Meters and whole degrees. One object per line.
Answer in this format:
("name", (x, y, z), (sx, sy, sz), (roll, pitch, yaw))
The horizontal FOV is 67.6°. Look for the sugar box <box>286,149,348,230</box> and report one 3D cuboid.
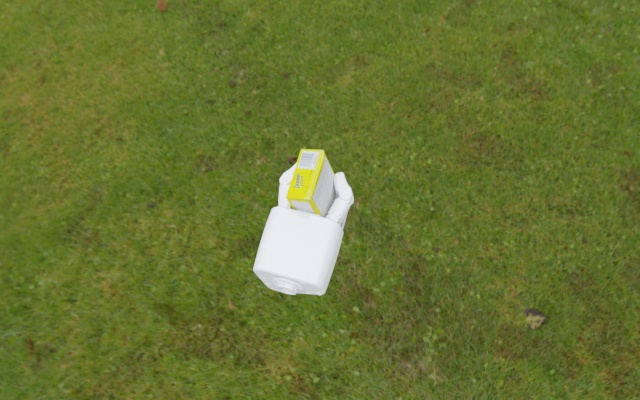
("sugar box", (0.000, 0.003, 0.792), (0.048, 0.093, 0.176), (7, -28, 19))
